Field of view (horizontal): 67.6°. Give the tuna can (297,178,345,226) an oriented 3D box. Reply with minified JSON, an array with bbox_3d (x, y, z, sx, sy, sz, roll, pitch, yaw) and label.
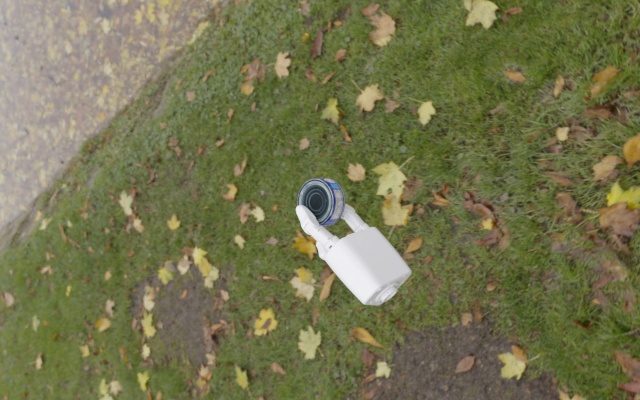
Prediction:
[{"bbox_3d":[0.000,0.003,0.848,0.086,0.086,0.034,0,0,39],"label":"tuna can"}]
